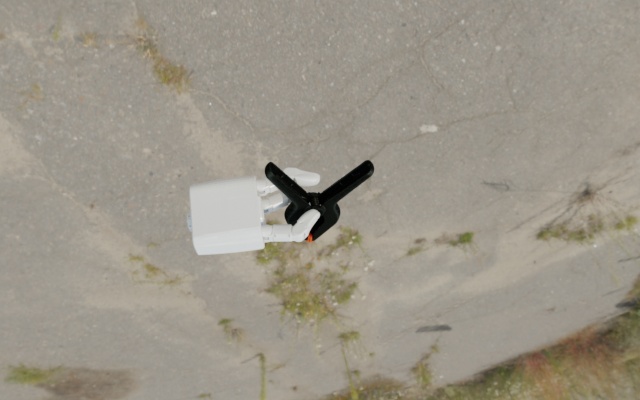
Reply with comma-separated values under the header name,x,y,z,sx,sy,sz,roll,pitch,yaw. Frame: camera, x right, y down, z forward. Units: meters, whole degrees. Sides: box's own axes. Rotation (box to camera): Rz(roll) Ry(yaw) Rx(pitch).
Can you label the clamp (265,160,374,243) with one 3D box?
name,x,y,z,sx,sy,sz,roll,pitch,yaw
clamp,0.000,0.004,0.781,0.164,0.036,0.210,-5,-35,-3
